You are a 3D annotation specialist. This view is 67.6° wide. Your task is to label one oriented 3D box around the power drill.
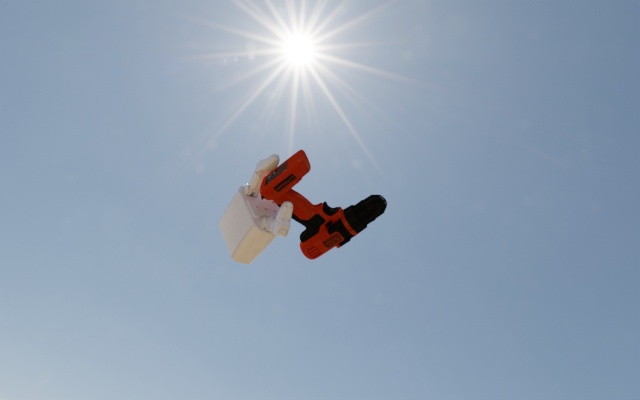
[{"bbox_3d":[0.000,0.003,0.844,0.184,0.188,0.057,-36,23,16],"label":"power drill"}]
